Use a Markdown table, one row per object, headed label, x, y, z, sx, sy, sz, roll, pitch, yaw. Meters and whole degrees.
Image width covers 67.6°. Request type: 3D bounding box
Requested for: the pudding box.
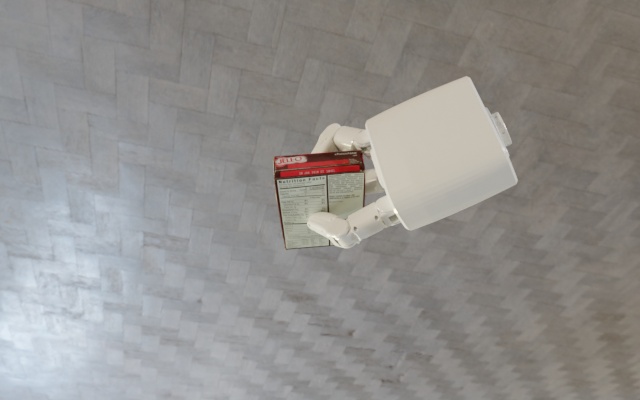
| label | x | y | z | sx | sy | sz | roll | pitch | yaw |
| --- | --- | --- | --- | --- | --- | --- | --- | --- | --- |
| pudding box | 0.000 | 0.002 | 0.501 | 0.090 | 0.114 | 0.039 | -4 | 44 | -1 |
